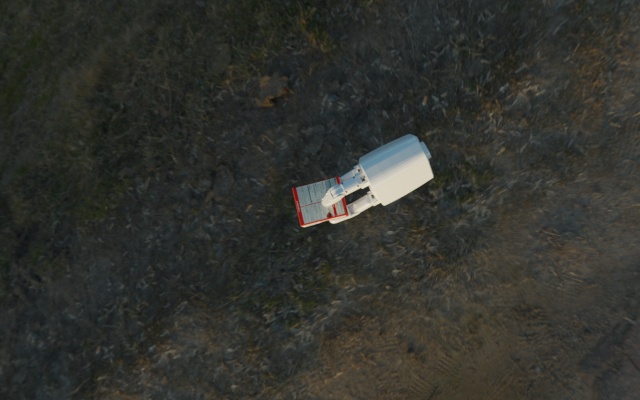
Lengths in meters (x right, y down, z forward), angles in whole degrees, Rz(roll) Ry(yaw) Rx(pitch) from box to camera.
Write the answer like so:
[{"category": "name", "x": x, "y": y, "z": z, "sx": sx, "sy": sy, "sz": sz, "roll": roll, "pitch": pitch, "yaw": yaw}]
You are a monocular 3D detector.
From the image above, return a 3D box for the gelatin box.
[{"category": "gelatin box", "x": 0.000, "y": 0.003, "z": 0.871, "sx": 0.089, "sy": 0.073, "sz": 0.030, "roll": -15, "pitch": -9, "yaw": 7}]
